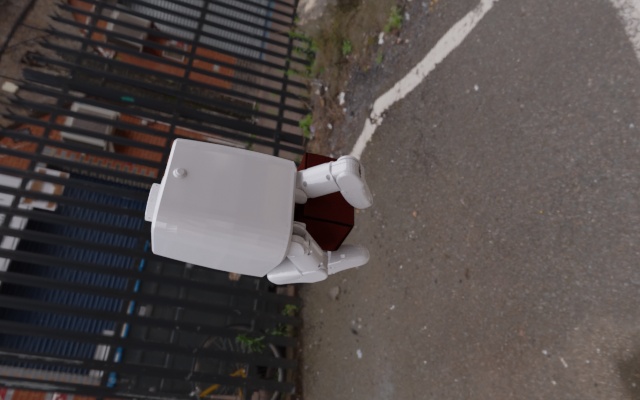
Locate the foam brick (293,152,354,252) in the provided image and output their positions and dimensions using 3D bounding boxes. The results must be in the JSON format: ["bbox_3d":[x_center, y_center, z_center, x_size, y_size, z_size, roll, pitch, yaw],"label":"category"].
[{"bbox_3d":[0.000,0.001,0.465,0.051,0.078,0.053,12,-38,-13],"label":"foam brick"}]
